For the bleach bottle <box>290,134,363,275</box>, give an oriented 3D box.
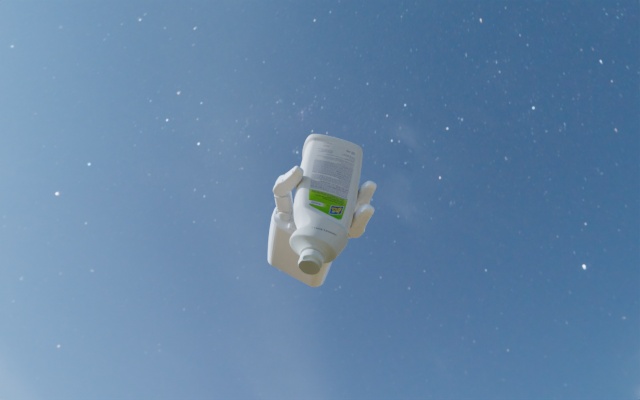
[{"bbox_3d":[0.000,0.002,0.701,0.102,0.068,0.250,13,42,2],"label":"bleach bottle"}]
